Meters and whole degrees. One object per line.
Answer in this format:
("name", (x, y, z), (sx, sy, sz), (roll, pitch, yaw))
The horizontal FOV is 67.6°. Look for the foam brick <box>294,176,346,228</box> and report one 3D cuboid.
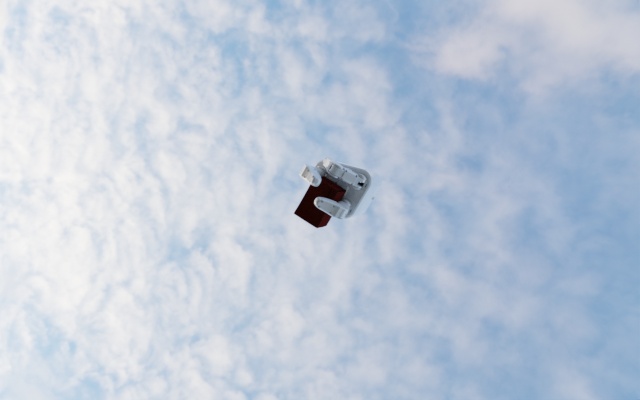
("foam brick", (0.000, 0.003, 0.846), (0.053, 0.078, 0.051), (34, 12, 16))
